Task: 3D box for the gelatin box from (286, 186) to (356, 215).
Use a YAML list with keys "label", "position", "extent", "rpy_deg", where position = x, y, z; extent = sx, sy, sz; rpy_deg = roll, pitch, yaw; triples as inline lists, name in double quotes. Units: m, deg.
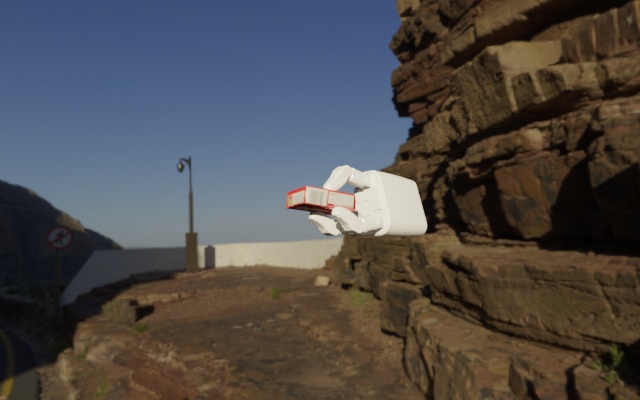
- label: "gelatin box"
  position: [0.000, 0.002, 0.753]
  extent: [0.089, 0.030, 0.073]
  rpy_deg: [10, -11, -26]
